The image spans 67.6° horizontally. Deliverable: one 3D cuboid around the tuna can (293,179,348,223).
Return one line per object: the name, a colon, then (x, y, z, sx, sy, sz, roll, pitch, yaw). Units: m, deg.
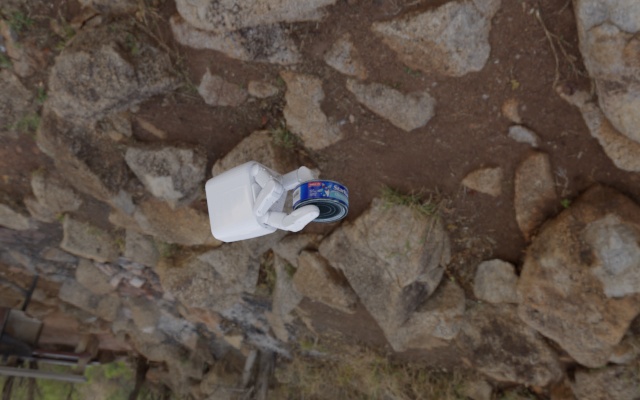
tuna can: (0.000, 0.003, 0.728, 0.086, 0.033, 0.086, 0, -27, 0)
